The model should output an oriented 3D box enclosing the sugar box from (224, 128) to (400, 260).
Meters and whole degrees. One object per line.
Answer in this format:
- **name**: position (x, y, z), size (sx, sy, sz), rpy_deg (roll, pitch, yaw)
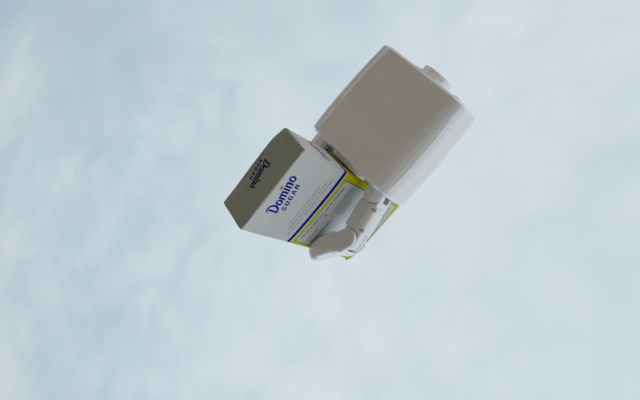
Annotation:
- **sugar box**: position (0.000, 0.001, 0.476), size (0.176, 0.093, 0.048), rpy_deg (25, 20, -48)
